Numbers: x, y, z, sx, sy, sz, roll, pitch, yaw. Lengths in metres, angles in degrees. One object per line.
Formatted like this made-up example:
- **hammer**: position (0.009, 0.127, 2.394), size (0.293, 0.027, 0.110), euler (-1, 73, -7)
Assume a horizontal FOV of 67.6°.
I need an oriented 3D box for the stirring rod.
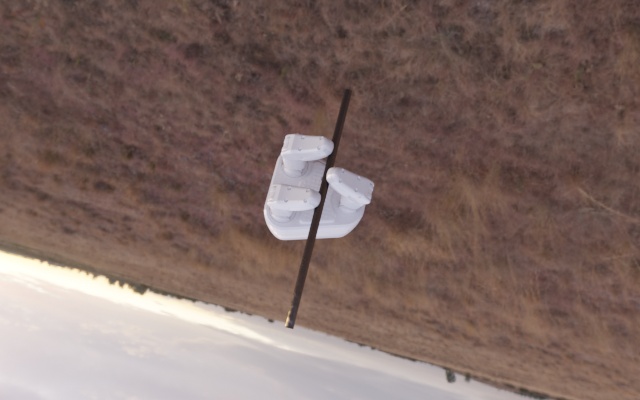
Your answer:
- **stirring rod**: position (0.000, 0.001, 0.458), size (0.011, 0.239, 0.011), euler (13, -14, 3)
